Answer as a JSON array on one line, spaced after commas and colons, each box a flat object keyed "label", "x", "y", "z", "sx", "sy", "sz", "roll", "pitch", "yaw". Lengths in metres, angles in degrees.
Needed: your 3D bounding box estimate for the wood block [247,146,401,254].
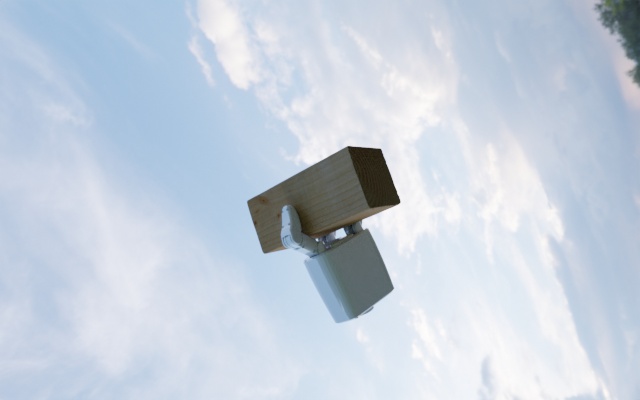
[{"label": "wood block", "x": 0.000, "y": 0.003, "z": 0.709, "sx": 0.206, "sy": 0.090, "sz": 0.091, "roll": -26, "pitch": -12, "yaw": 35}]
